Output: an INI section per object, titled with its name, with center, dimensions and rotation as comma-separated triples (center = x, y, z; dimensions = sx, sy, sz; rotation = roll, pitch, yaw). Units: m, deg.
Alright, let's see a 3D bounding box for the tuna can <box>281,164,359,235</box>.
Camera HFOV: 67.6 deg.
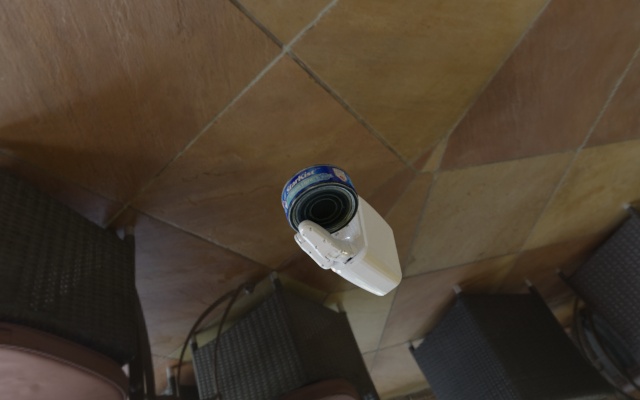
[tuna can]
center = 0.000, 0.002, 0.550
dimensions = 0.086, 0.086, 0.033
rotation = 0, 40, -19
